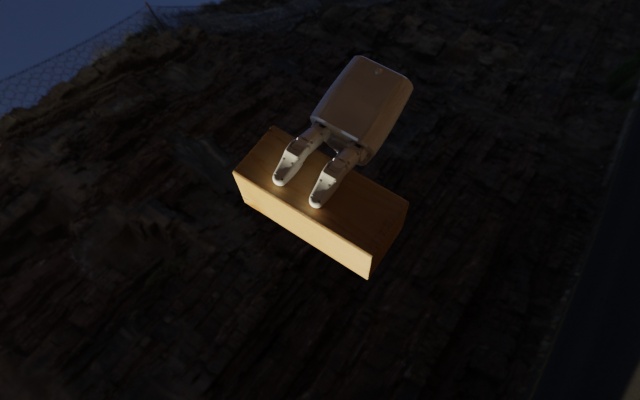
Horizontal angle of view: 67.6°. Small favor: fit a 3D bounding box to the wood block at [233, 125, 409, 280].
[{"bbox_3d":[0.000,0.002,0.625,0.206,0.090,0.091,31,-20,17],"label":"wood block"}]
